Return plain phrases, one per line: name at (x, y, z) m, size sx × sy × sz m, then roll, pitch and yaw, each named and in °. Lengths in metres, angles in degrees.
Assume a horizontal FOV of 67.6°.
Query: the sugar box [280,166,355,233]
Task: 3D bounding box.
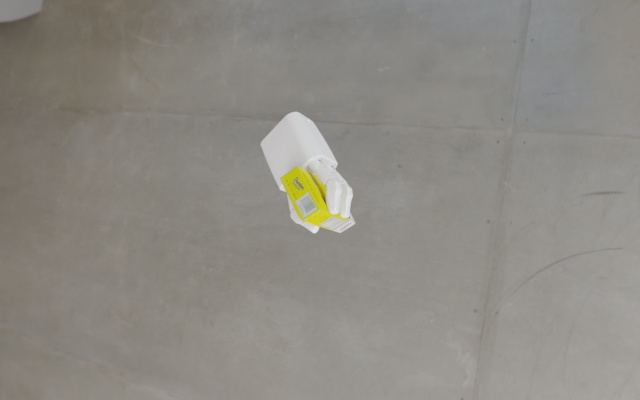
sugar box at (0.000, 0.002, 0.878) m, size 0.048 × 0.093 × 0.176 m, roll -34°, pitch -21°, yaw 17°
